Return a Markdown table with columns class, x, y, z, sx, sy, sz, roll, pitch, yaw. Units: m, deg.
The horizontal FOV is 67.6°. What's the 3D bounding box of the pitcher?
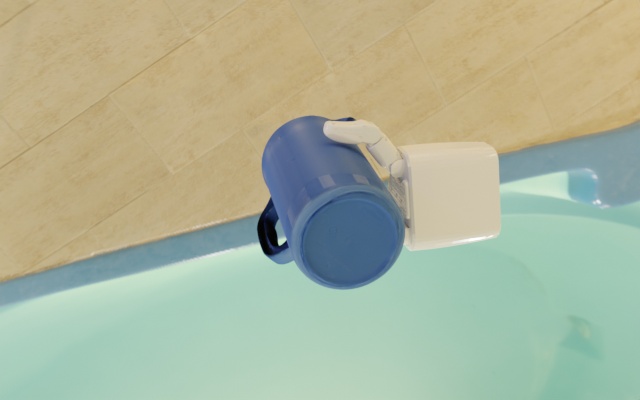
| class | x | y | z | sx | sy | sz | roll | pitch | yaw |
| --- | --- | --- | --- | --- | --- | --- | --- | --- | --- |
| pitcher | 0.000 | 0.002 | 0.537 | 0.145 | 0.149 | 0.242 | -4 | 22 | -8 |
